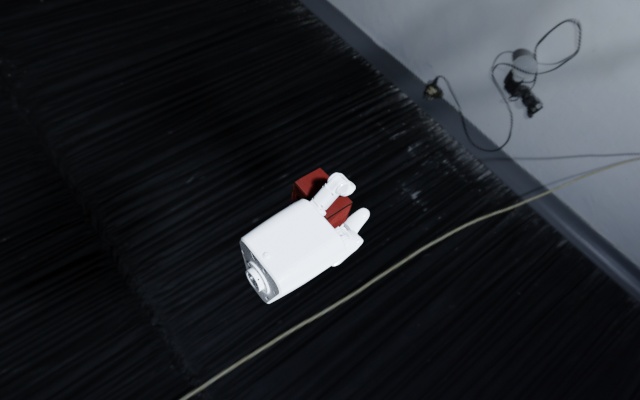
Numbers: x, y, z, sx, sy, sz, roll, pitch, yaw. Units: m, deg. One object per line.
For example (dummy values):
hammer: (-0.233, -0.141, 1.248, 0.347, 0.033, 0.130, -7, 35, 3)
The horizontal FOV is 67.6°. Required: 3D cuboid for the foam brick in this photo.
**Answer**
foam brick: (0.000, 0.002, 0.698, 0.051, 0.078, 0.053, -31, -25, -25)
